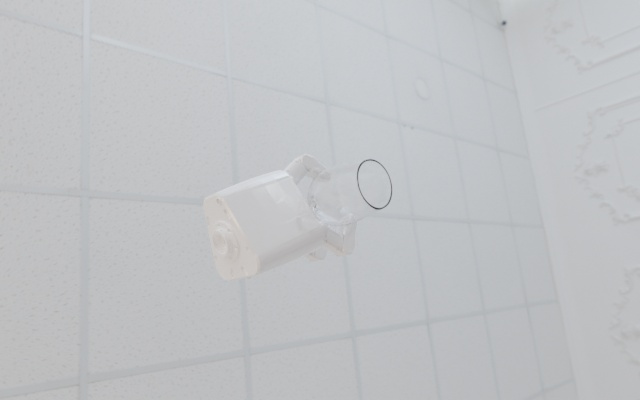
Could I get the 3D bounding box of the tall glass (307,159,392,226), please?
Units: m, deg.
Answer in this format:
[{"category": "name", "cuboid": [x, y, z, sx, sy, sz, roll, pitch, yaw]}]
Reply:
[{"category": "tall glass", "cuboid": [0.000, 0.002, 0.638, 0.079, 0.079, 0.201, 0, -13, -42]}]
